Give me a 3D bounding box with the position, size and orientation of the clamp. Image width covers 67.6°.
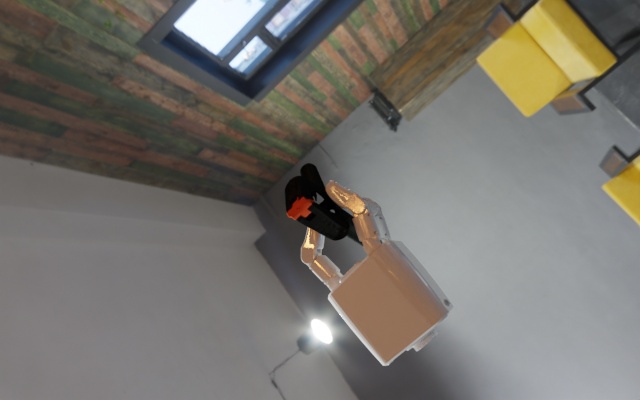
[{"bbox_3d":[-0.001,0.003,0.607,0.164,0.036,0.210,48,12,18],"label":"clamp"}]
